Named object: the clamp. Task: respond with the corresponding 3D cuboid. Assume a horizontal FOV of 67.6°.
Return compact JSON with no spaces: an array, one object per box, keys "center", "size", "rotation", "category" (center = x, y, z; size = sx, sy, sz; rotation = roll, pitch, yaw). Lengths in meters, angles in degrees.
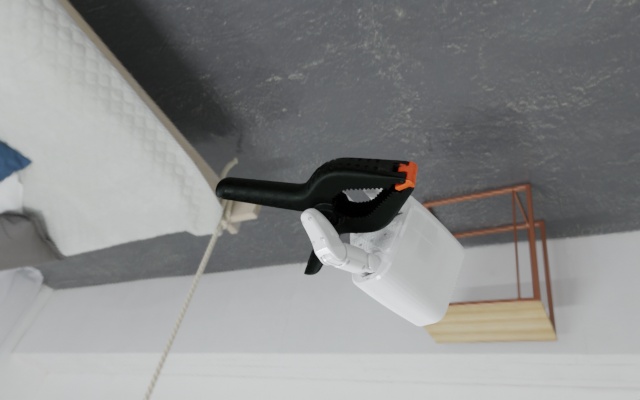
[{"center":[0.000,0.002,0.492],"size":[0.164,0.036,0.210],"rotation":[39,-46,-24],"category":"clamp"}]
